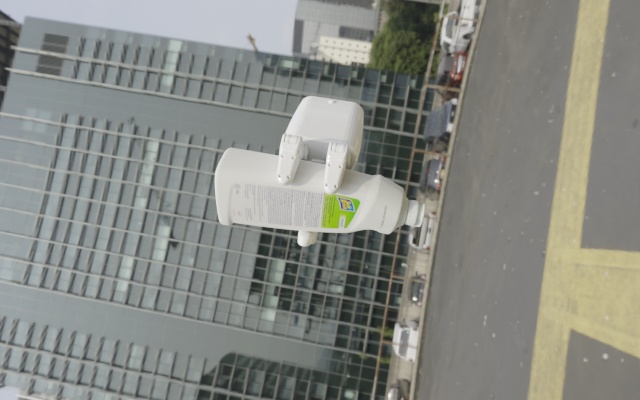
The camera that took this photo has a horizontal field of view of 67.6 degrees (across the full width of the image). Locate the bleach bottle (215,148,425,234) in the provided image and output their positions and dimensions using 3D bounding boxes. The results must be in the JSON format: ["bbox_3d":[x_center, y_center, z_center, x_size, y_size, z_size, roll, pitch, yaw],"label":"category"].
[{"bbox_3d":[0.000,0.002,0.595,0.251,0.103,0.068,10,45,5],"label":"bleach bottle"}]
